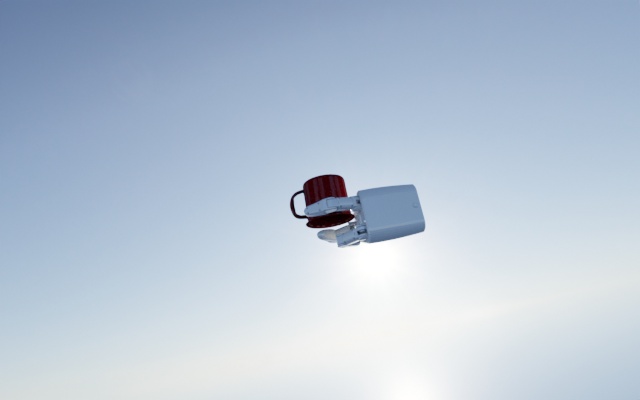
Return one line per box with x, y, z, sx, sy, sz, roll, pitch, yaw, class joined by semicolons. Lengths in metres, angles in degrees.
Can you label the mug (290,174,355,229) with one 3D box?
-0.001;0.003;0.898;0.117;0.081;0.093;-8;-17;-8;mug
